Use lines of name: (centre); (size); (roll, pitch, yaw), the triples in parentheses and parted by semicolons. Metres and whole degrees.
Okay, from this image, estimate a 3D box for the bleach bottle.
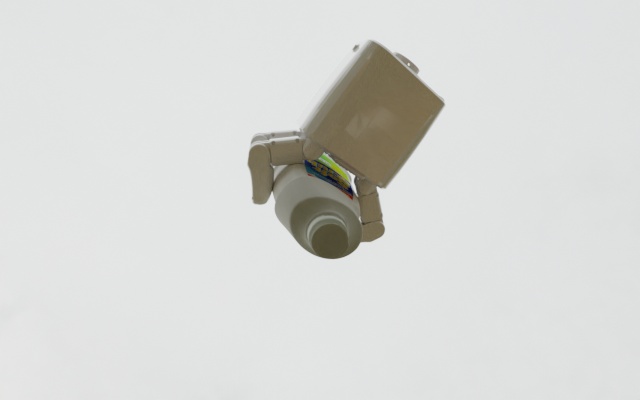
bleach bottle: (0.000, 0.002, 0.473); (0.102, 0.068, 0.250); (35, 9, -14)
